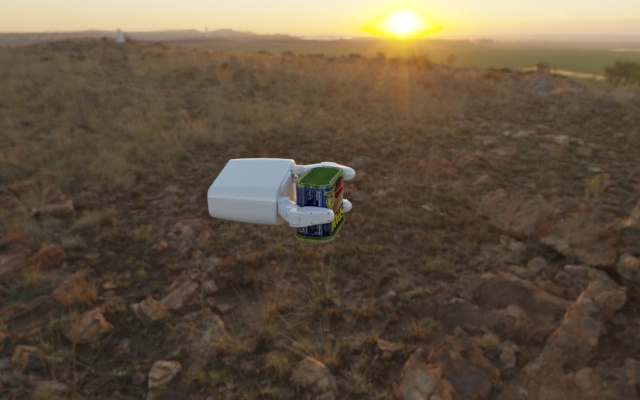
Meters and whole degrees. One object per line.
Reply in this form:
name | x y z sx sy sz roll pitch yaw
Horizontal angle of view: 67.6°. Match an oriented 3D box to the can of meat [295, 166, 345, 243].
can of meat | 0.000 0.002 0.694 0.057 0.084 0.102 4 20 15
